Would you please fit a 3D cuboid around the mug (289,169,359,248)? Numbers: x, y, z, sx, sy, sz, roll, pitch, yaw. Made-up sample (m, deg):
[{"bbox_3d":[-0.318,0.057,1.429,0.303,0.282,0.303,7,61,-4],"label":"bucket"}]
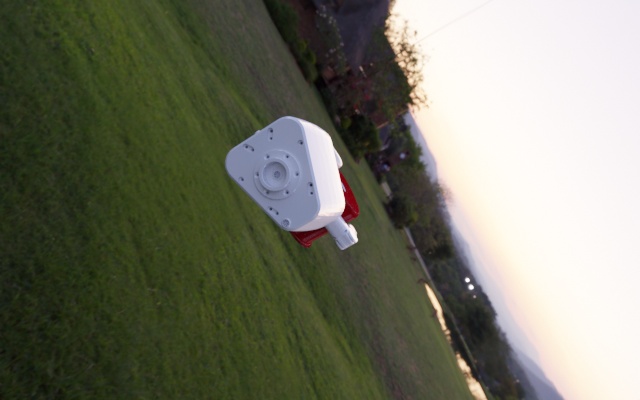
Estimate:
[{"bbox_3d":[0.001,0.002,0.633,0.081,0.093,0.117,-29,-5,13],"label":"mug"}]
